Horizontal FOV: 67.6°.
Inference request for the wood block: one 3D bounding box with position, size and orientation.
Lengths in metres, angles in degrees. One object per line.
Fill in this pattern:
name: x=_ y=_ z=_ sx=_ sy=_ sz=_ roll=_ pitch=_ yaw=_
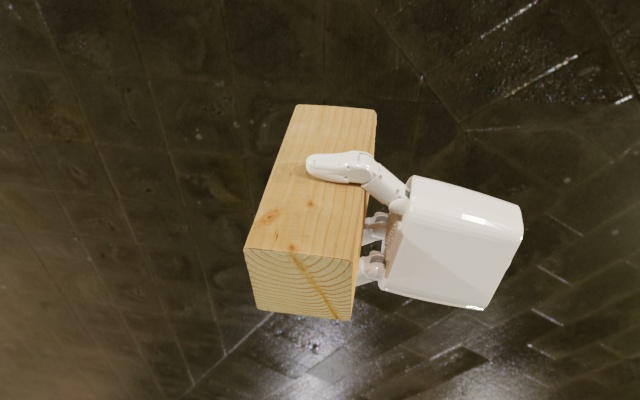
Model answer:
wood block: x=0.000 y=0.001 z=0.475 sx=0.090 sy=0.091 sz=0.206 roll=6 pitch=45 yaw=8
